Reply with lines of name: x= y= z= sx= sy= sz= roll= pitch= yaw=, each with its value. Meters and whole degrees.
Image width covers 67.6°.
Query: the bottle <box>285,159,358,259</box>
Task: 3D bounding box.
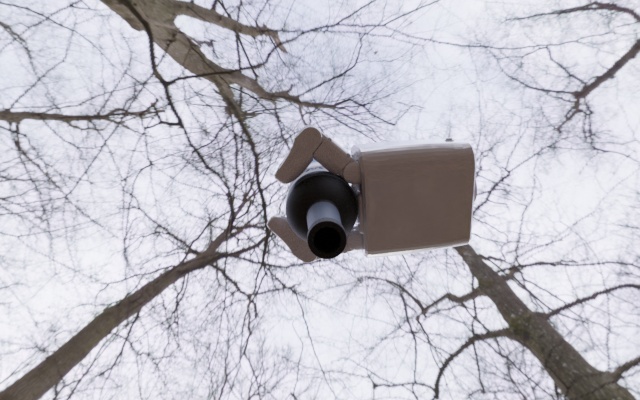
bottle: x=0.000 y=0.002 z=0.471 sx=0.069 sy=0.069 sz=0.295 roll=0 pitch=10 yaw=-2
